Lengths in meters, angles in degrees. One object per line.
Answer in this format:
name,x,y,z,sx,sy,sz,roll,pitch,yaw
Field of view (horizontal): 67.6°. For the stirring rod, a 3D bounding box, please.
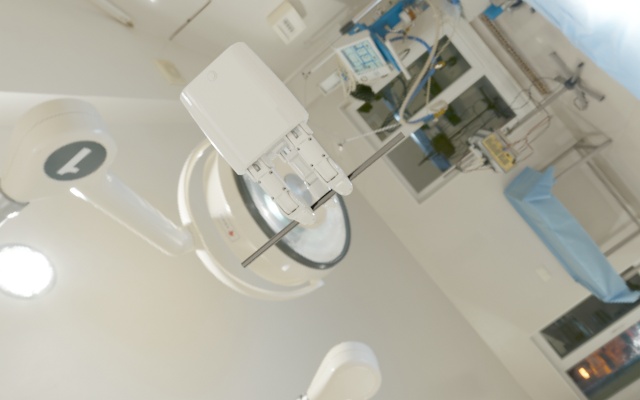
stirring rod,0.000,0.002,0.549,0.239,0.011,0.011,-39,-7,9
